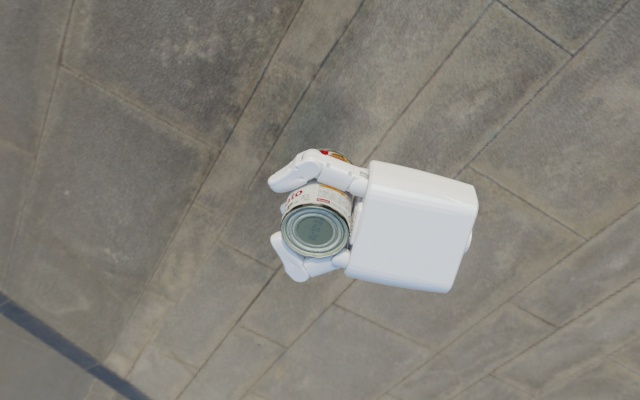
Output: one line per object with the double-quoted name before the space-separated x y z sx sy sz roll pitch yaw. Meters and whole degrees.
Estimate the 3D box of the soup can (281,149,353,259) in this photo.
"soup can" 0.000 0.002 0.487 0.068 0.069 0.102 0 36 8
